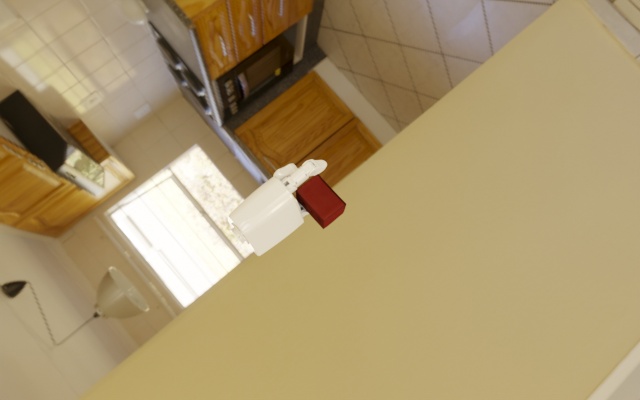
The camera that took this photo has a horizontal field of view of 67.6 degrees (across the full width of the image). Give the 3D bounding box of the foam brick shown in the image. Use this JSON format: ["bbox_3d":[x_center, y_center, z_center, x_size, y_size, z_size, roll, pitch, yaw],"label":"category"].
[{"bbox_3d":[0.000,0.003,0.854,0.051,0.078,0.053,-39,-15,-15],"label":"foam brick"}]
